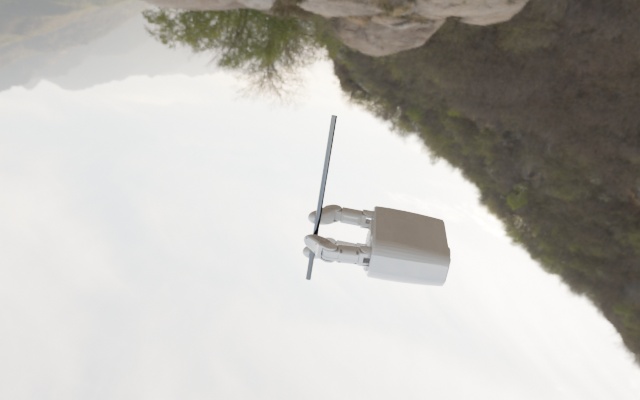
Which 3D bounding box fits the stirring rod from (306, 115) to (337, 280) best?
[{"bbox_3d":[0.000,0.002,0.658,0.011,0.240,0.011,8,19,-3],"label":"stirring rod"}]
